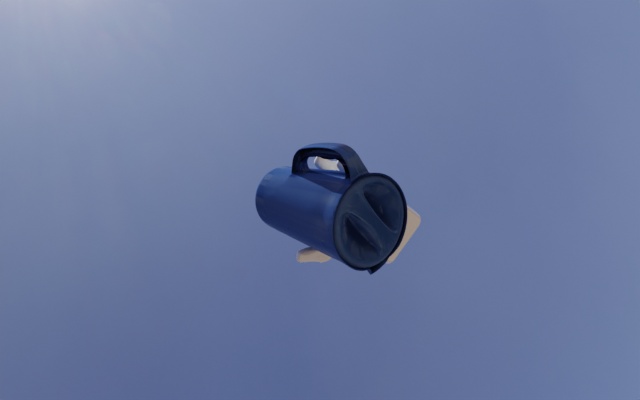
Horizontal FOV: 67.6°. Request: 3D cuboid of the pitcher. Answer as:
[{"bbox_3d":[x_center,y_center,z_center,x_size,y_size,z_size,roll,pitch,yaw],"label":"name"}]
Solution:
[{"bbox_3d":[0.000,0.002,0.721,0.145,0.149,0.243,26,-7,-37],"label":"pitcher"}]
